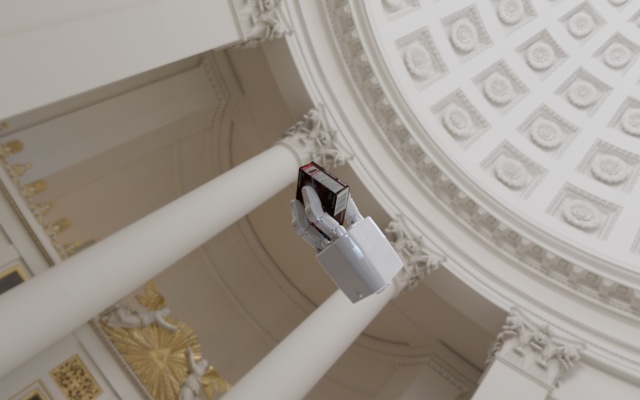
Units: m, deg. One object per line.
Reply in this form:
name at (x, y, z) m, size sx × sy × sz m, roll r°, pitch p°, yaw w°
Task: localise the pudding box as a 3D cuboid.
pudding box at (0.000, 0.003, 0.816) m, size 0.090 × 0.114 × 0.039 m, roll 35°, pitch 46°, yaw 28°
